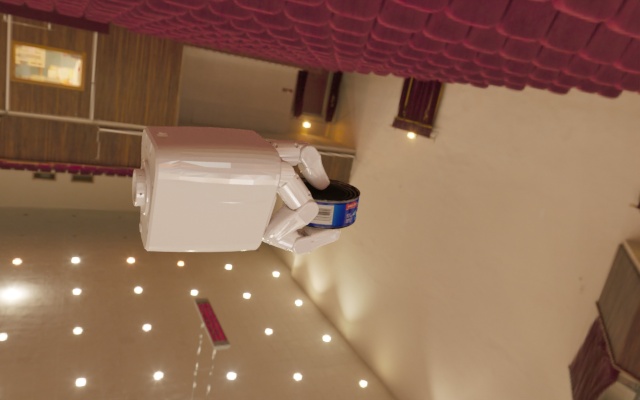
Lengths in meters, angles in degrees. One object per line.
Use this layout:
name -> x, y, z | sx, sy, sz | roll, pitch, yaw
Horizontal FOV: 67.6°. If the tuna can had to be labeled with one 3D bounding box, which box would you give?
tuna can -> 0.000, 0.002, 0.534 | 0.086, 0.034, 0.086 | 6, 18, -2
